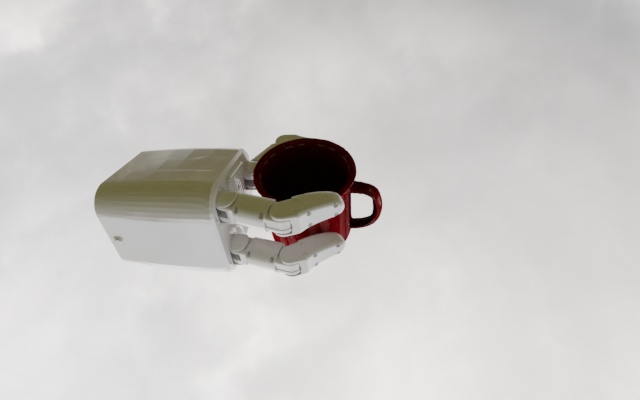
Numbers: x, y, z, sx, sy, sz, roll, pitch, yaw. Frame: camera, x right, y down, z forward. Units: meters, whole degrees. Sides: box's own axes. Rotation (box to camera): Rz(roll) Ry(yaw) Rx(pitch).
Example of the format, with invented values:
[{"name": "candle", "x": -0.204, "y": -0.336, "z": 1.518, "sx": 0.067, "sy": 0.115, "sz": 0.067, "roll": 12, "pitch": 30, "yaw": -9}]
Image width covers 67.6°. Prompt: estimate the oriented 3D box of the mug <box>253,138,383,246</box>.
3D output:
[{"name": "mug", "x": 0.002, "y": 0.002, "z": 0.454, "sx": 0.117, "sy": 0.093, "sz": 0.082, "roll": 3, "pitch": -43, "yaw": 9}]
